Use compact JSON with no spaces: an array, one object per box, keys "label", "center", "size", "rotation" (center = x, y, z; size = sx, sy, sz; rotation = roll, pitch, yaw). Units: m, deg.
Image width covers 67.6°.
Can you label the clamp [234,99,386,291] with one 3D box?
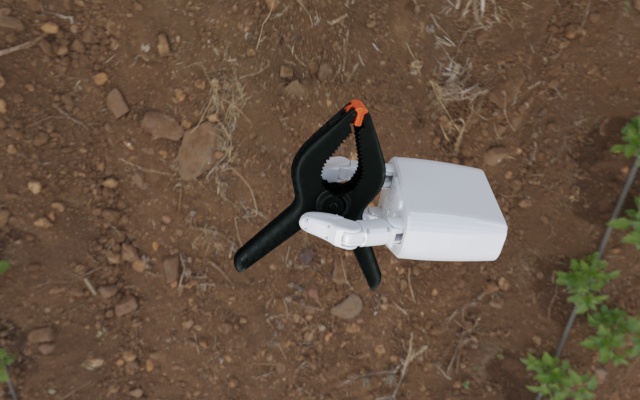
[{"label":"clamp","center":[0.001,0.001,0.482],"size":[0.164,0.210,0.036],"rotation":[3,27,-11]}]
